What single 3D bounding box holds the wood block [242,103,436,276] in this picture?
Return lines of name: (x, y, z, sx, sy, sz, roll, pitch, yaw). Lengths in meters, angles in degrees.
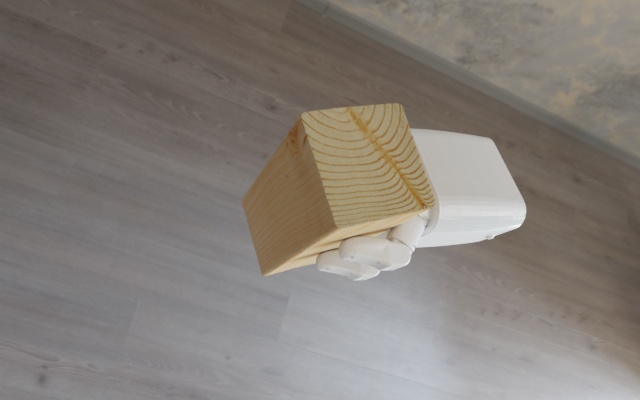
wood block: (0.000, 0.001, 0.441, 0.090, 0.091, 0.206, -11, -13, -25)
